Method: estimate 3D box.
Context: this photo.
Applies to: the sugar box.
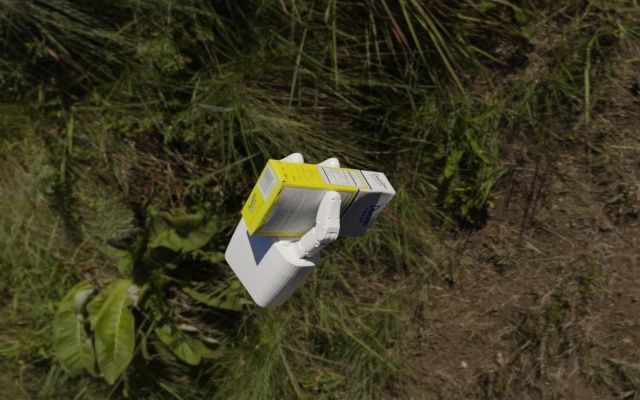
[{"bbox_3d":[0.000,0.002,0.604,0.176,0.048,0.093,2,-44,-38],"label":"sugar box"}]
